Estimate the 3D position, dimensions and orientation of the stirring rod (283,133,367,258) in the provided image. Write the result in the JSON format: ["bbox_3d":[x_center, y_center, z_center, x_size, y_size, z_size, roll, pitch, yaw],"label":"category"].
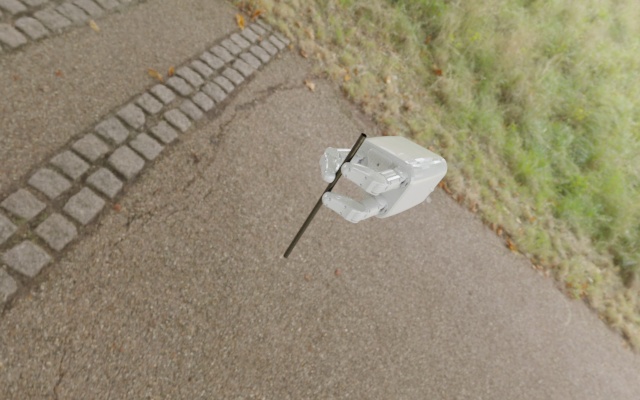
[{"bbox_3d":[0.000,0.002,0.653,0.011,0.011,0.240,0,-43,-37],"label":"stirring rod"}]
